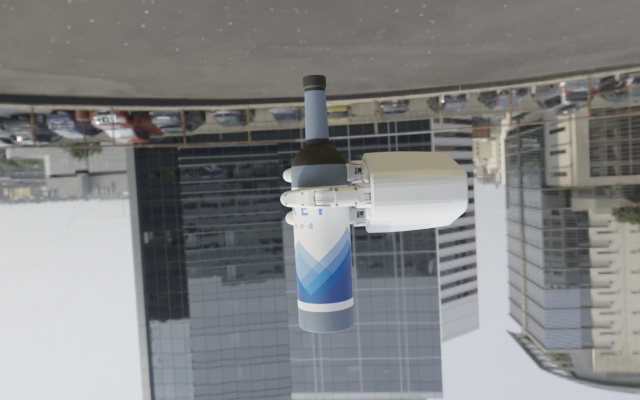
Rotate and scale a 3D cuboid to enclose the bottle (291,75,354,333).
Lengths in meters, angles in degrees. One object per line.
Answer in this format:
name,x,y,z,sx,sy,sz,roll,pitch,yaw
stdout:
bottle,0.000,0.002,0.567,0.069,0.296,0.069,-3,3,0
